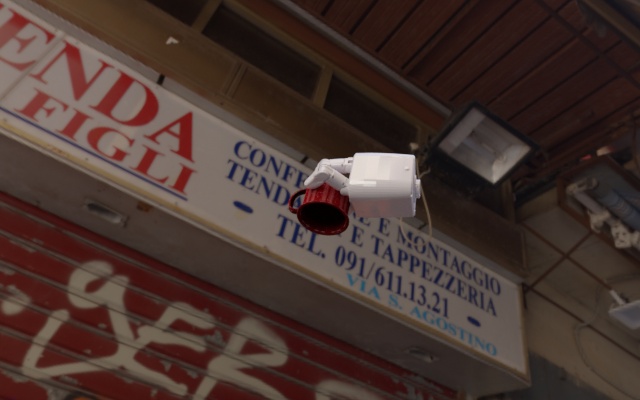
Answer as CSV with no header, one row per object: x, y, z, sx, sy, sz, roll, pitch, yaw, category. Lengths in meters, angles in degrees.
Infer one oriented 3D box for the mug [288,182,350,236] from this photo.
-0.001,0.003,0.856,0.117,0.081,0.093,-1,-42,17,mug
